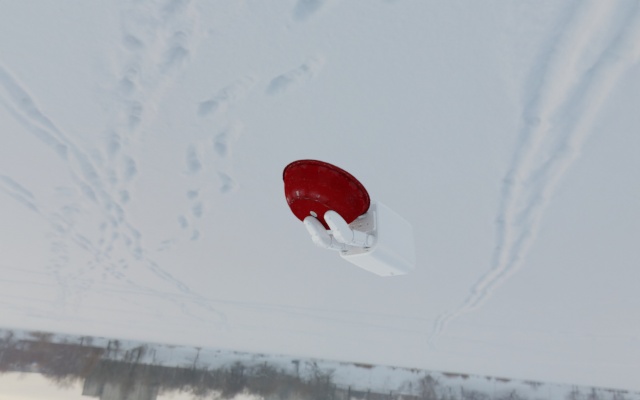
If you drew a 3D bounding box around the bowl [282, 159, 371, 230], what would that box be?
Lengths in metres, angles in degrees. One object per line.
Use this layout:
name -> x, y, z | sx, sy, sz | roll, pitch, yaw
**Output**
bowl -> -0.001, 0.002, 0.808 | 0.162, 0.055, 0.162 | 18, -31, 11
